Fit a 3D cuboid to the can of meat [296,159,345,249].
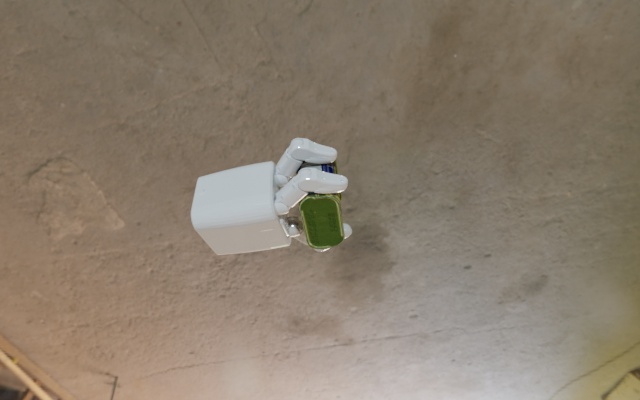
[{"bbox_3d":[0.000,0.002,0.637,0.057,0.102,0.083,-8,43,3],"label":"can of meat"}]
